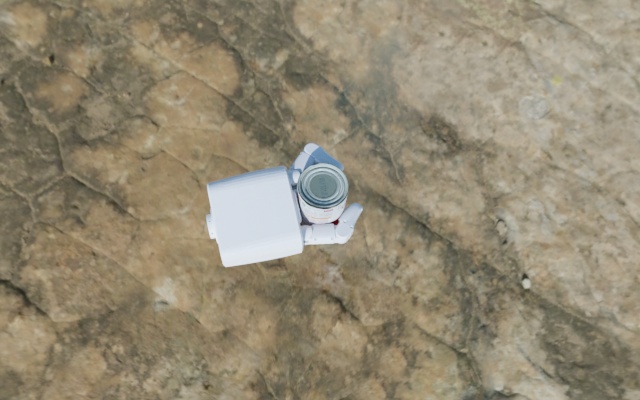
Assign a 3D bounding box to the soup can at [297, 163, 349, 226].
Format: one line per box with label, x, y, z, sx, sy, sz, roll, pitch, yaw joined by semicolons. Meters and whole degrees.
soup can;0.001;0.002;0.647;0.068;0.068;0.102;0;-26;-4
